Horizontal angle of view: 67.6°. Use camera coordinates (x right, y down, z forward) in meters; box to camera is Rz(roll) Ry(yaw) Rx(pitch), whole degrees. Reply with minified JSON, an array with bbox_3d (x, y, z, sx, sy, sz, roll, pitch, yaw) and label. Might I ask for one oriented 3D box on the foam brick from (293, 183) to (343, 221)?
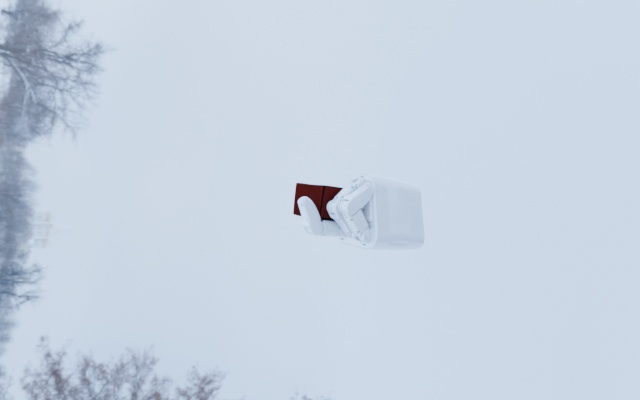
[{"bbox_3d":[0.000,0.002,0.744,0.051,0.053,0.078,7,1,-34],"label":"foam brick"}]
